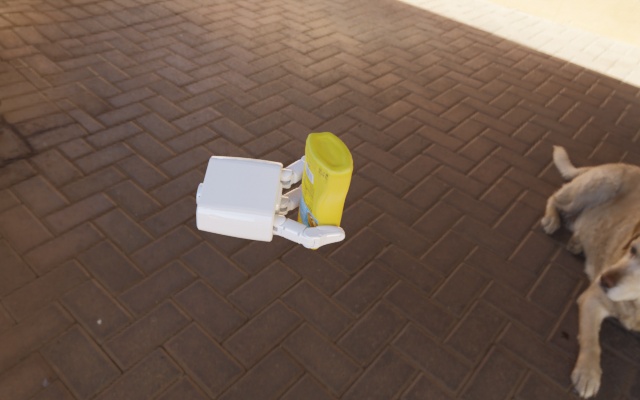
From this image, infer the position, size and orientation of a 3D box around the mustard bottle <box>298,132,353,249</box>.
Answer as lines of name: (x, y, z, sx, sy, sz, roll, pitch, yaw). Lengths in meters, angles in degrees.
mustard bottle: (0.000, 0.002, 0.704, 0.058, 0.192, 0.096, -9, 45, -20)
